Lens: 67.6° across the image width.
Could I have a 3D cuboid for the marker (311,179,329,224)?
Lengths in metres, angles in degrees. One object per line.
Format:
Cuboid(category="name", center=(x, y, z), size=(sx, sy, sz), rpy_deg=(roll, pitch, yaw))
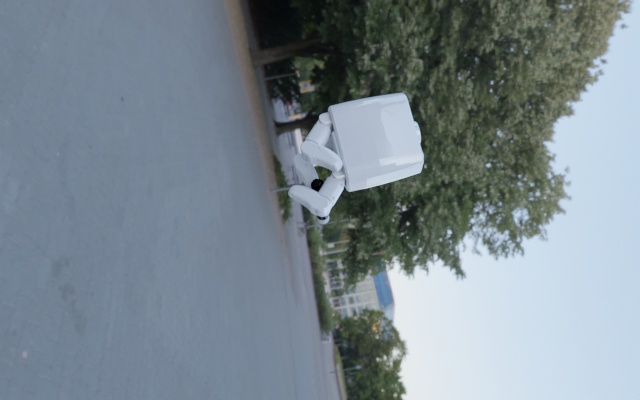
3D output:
Cuboid(category="marker", center=(0.000, 0.002, 0.681), size=(0.020, 0.020, 0.121), rpy_deg=(0, -25, 5))
